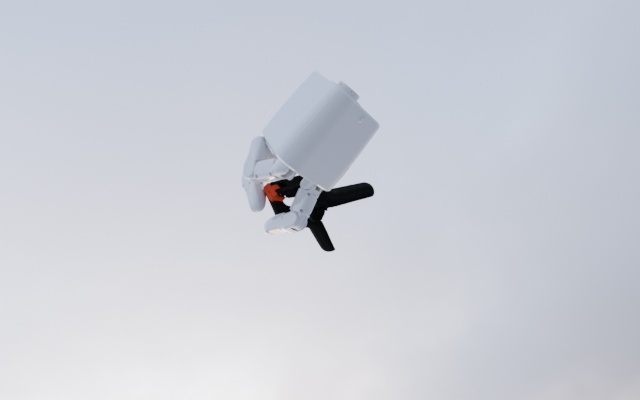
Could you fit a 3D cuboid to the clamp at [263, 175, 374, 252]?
[{"bbox_3d":[0.000,0.002,0.656,0.039,0.120,0.171,39,6,41],"label":"clamp"}]
